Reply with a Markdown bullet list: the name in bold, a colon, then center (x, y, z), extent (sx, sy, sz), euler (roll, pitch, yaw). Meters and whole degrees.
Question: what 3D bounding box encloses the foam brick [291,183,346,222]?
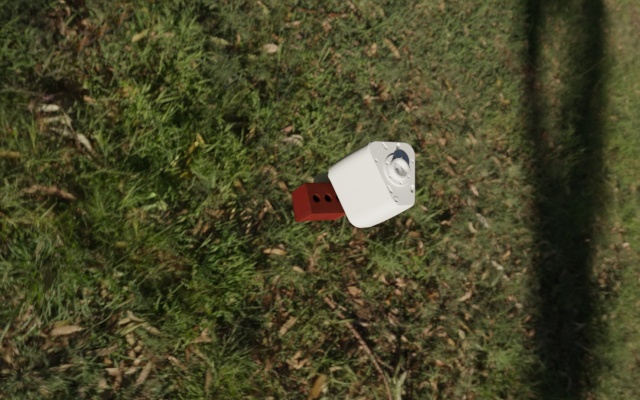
- **foam brick**: center (0.000, 0.003, 0.776), extent (0.078, 0.053, 0.051), euler (-2, -15, -32)
